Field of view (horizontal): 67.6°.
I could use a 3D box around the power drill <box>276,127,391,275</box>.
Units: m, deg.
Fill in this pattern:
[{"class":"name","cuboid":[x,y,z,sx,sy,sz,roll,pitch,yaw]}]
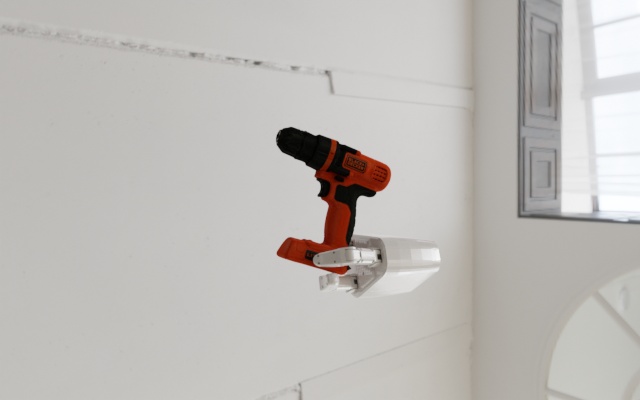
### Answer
[{"class":"power drill","cuboid":[0.000,0.003,0.693,0.184,0.187,0.057,20,-6,-17]}]
